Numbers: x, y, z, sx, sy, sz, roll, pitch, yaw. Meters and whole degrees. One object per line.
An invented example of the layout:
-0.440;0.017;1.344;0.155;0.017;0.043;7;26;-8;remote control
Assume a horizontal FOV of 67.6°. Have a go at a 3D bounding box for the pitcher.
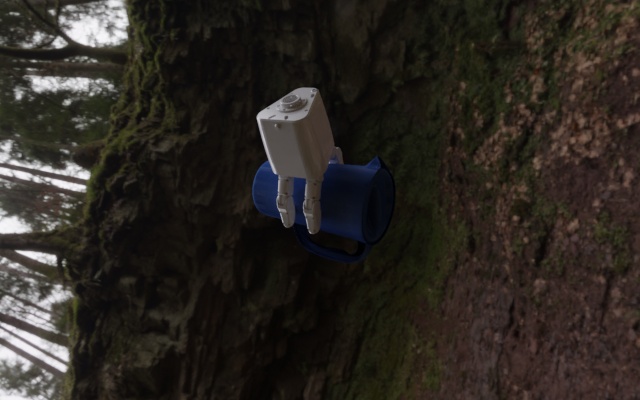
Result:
0.000;0.003;0.854;0.243;0.145;0.149;10;46;30;pitcher
